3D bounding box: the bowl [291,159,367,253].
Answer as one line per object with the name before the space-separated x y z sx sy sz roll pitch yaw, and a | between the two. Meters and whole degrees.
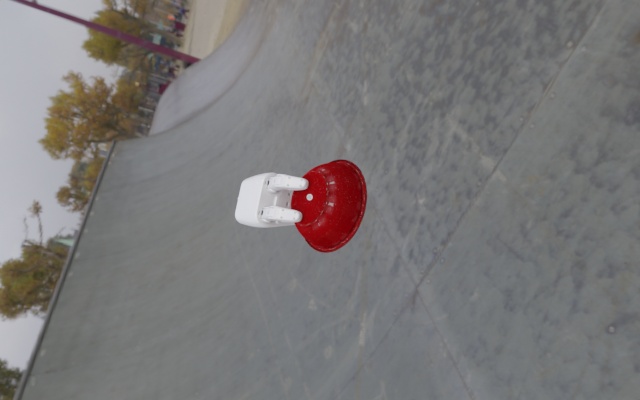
bowl | 0.001 0.002 0.789 0.055 0.162 0.162 18 -12 -40
